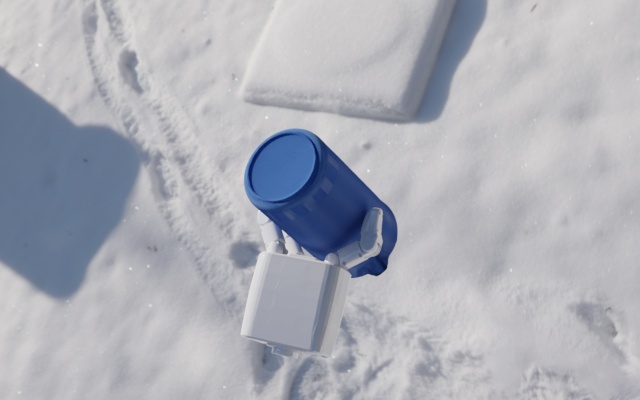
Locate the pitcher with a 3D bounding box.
[{"bbox_3d":[0.000,0.002,0.639,0.149,0.145,0.243,3,-22,28],"label":"pitcher"}]
